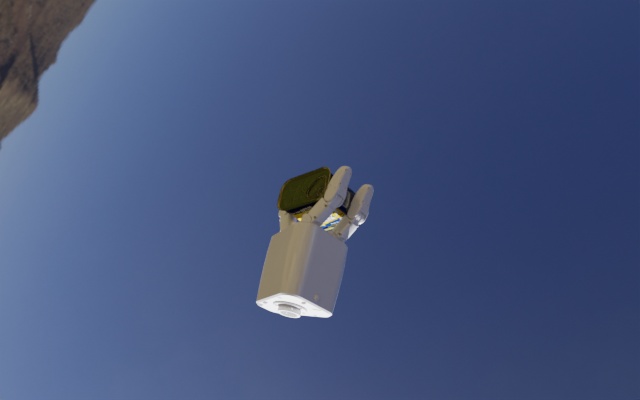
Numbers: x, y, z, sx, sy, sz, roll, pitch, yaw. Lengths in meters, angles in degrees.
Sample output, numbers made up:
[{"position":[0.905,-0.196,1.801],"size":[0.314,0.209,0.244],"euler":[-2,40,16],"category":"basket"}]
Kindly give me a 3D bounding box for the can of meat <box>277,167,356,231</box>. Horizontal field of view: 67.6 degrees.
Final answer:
[{"position":[0.000,0.003,0.727],"size":[0.102,0.057,0.084],"euler":[-17,-41,39],"category":"can of meat"}]
